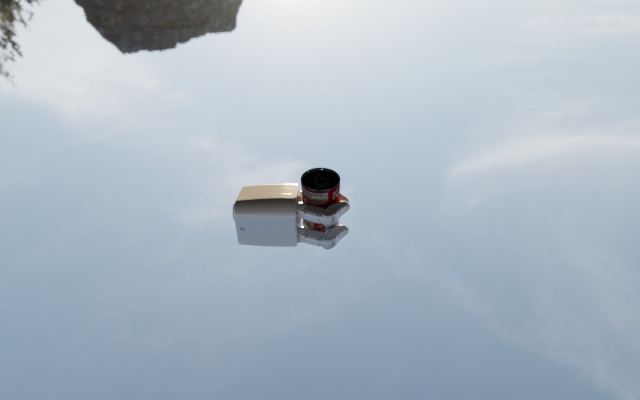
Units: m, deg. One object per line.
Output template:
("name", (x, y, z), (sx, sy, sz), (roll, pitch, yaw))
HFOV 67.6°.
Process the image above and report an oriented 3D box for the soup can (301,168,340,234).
("soup can", (0.001, 0.003, 0.842), (0.068, 0.102, 0.068), (0, 38, 0))
